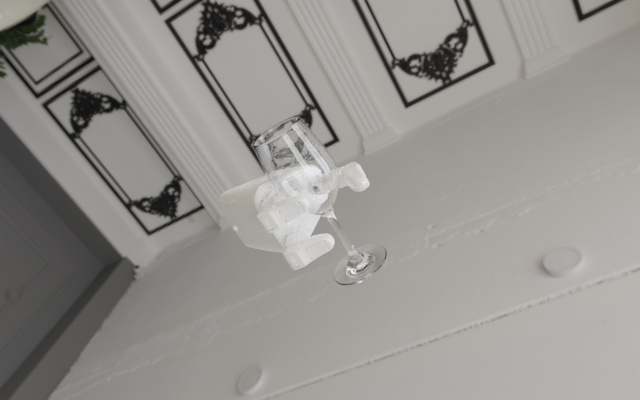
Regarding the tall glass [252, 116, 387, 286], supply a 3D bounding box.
[{"bbox_3d":[0.001,0.002,0.562,0.079,0.201,0.079,-27,22,12],"label":"tall glass"}]
